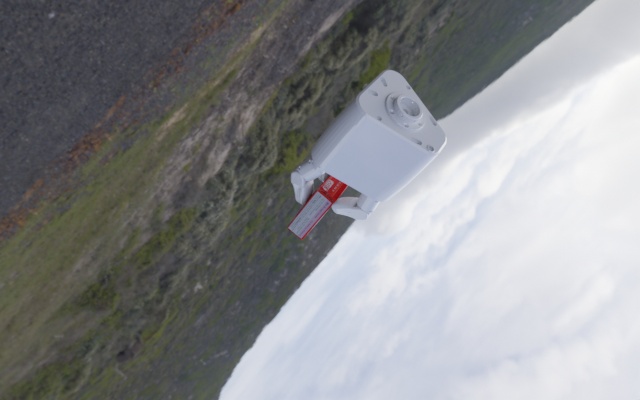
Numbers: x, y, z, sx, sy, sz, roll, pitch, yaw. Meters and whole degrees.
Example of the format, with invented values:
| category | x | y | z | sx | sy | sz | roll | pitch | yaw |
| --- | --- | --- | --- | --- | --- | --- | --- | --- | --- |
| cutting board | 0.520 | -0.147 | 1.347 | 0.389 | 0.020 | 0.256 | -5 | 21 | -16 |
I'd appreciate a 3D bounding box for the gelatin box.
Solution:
| category | x | y | z | sx | sy | sz | roll | pitch | yaw |
| --- | --- | --- | --- | --- | --- | --- | --- | --- | --- |
| gelatin box | 0.000 | 0.003 | 0.642 | 0.089 | 0.030 | 0.073 | -51 | -2 | 39 |
